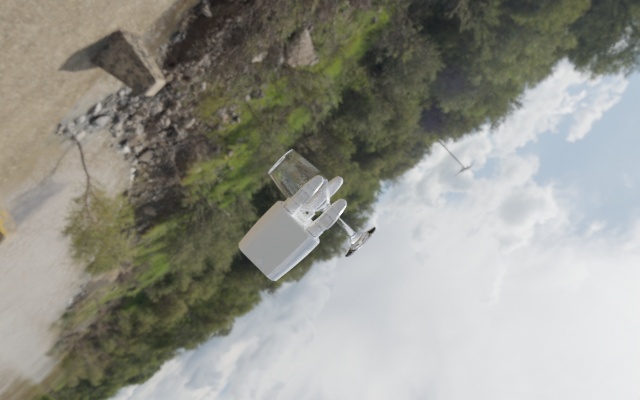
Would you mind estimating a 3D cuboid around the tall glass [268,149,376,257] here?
[{"bbox_3d":[0.001,0.003,0.828,0.079,0.201,0.079,-44,3,3],"label":"tall glass"}]
